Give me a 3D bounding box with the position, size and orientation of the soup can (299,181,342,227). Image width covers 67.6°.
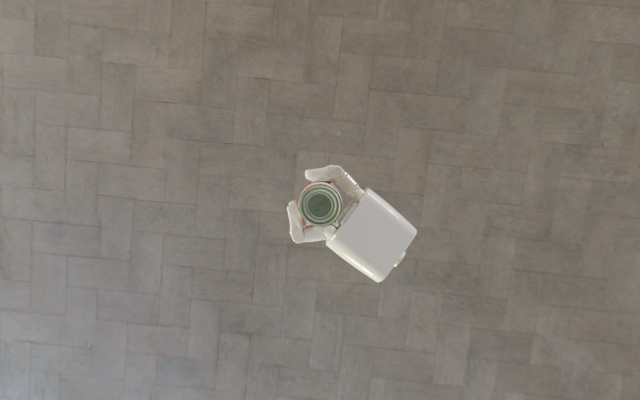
[{"bbox_3d":[0.000,0.002,0.769,0.068,0.068,0.102,0,7,1],"label":"soup can"}]
